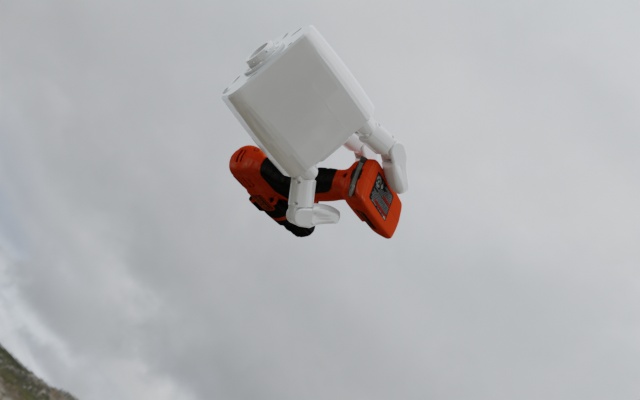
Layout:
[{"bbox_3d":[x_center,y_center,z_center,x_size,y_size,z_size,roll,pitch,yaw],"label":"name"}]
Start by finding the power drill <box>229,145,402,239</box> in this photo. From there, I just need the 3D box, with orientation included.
[{"bbox_3d":[0.000,0.002,0.592,0.187,0.057,0.184,4,-28,32],"label":"power drill"}]
